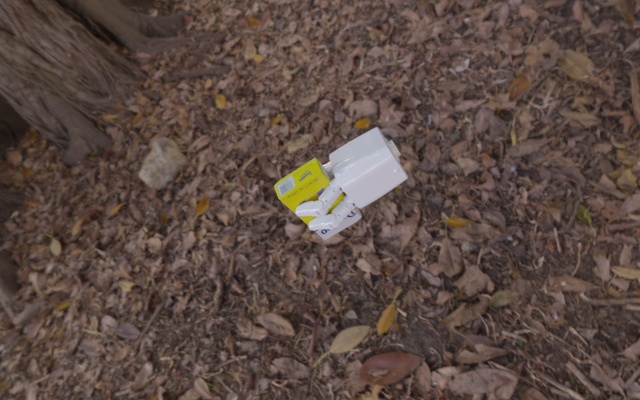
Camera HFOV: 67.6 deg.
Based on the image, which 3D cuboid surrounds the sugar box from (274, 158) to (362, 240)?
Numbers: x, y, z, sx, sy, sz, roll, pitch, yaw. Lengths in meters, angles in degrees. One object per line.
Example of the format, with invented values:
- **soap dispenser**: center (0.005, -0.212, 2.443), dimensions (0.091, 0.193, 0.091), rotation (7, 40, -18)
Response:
- **sugar box**: center (0.000, 0.003, 0.895), dimensions (0.093, 0.048, 0.176), rotation (-32, -43, 12)
